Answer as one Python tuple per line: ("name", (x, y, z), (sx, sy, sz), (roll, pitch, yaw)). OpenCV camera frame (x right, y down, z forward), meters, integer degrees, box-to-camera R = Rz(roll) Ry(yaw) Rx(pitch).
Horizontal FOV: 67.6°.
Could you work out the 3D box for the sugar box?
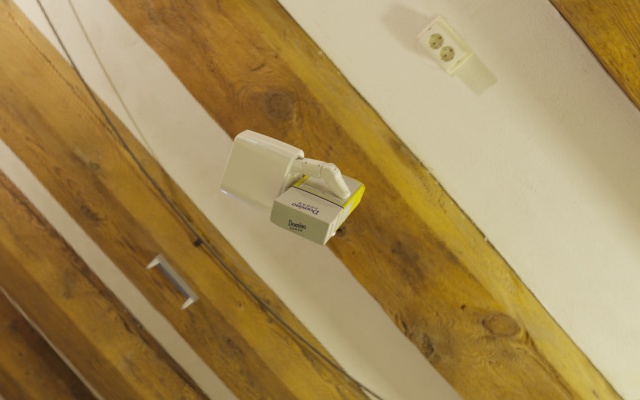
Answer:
("sugar box", (0.000, 0.003, 0.762), (0.093, 0.048, 0.176), (23, 30, 14))
